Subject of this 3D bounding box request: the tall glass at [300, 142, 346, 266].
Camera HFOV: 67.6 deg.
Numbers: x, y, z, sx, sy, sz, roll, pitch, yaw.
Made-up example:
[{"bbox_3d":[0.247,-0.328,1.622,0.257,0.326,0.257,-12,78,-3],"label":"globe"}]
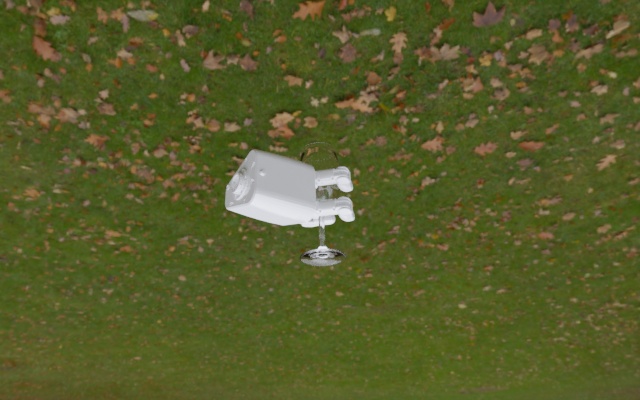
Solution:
[{"bbox_3d":[0.000,0.003,0.802,0.079,0.201,0.079,-2,-27,-1],"label":"tall glass"}]
